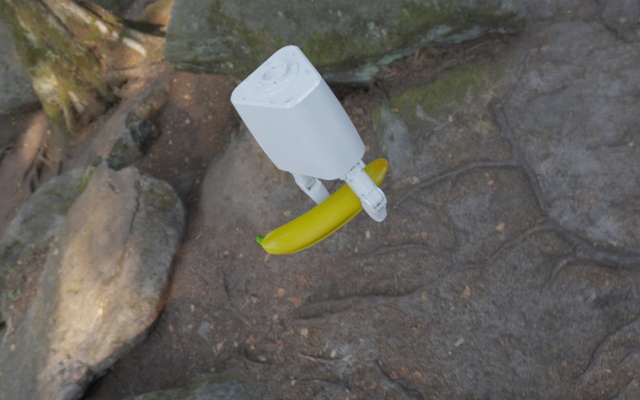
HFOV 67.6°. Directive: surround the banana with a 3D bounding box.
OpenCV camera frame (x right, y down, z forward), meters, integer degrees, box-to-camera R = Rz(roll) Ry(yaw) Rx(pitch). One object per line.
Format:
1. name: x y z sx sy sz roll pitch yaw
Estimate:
1. banana: 0.001 0.015 0.576 0.198 0.069 0.037 -30 -51 11
